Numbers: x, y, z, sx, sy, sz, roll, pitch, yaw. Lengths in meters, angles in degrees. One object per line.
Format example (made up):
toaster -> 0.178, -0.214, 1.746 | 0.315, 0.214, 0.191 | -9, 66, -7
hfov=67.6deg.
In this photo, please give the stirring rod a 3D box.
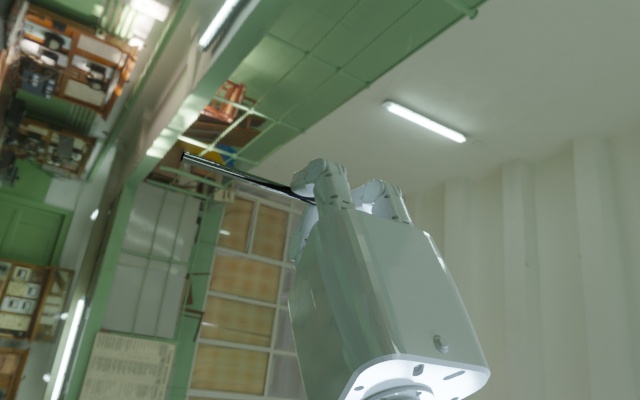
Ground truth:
stirring rod -> 0.000, 0.001, 0.405 | 0.239, 0.011, 0.011 | 18, -9, -28
